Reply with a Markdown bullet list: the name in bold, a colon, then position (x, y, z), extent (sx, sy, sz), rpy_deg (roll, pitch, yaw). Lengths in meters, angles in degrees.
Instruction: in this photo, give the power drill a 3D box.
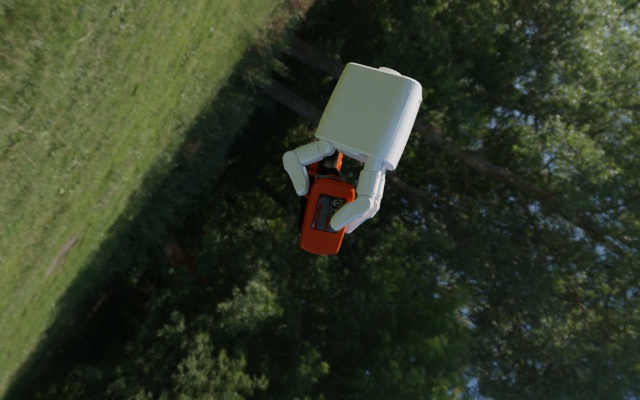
- **power drill**: position (0.000, 0.002, 0.698), extent (0.057, 0.184, 0.187), rpy_deg (9, 22, -7)
